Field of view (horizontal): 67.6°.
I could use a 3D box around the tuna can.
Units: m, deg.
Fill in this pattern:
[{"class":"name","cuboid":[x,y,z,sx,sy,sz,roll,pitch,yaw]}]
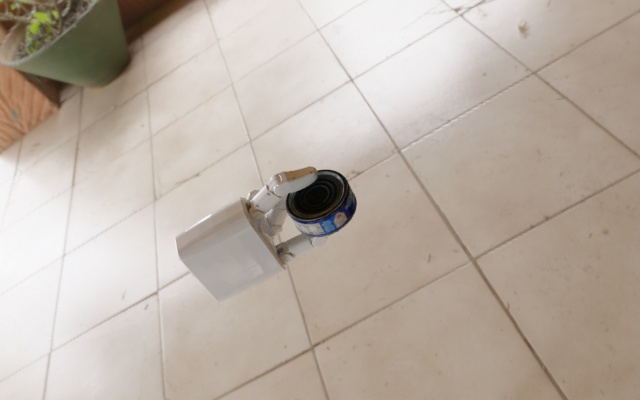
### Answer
[{"class":"tuna can","cuboid":[0.000,0.002,0.599,0.086,0.086,0.034,0,-38,26]}]
